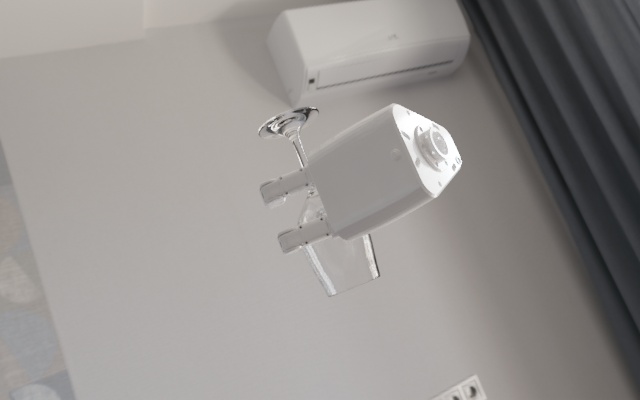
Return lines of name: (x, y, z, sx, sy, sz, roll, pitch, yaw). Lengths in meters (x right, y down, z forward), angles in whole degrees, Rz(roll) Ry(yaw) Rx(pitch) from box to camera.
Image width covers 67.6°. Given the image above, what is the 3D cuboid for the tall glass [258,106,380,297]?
tall glass: (0.000, 0.001, 0.531, 0.079, 0.201, 0.079, -21, -9, -4)
